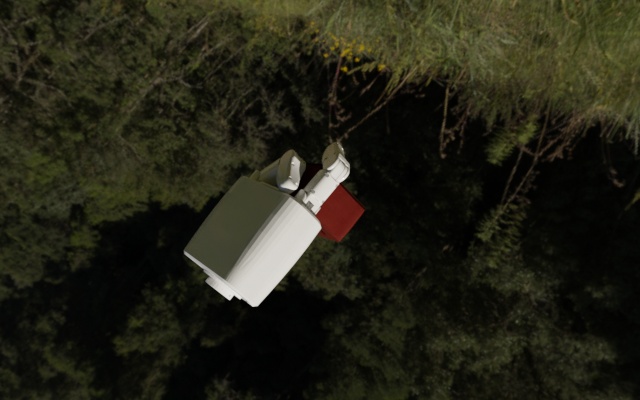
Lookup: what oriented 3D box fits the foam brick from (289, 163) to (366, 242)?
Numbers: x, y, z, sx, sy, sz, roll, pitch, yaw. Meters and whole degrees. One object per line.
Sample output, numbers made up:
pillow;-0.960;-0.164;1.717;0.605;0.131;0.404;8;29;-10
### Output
foam brick;0.000;0.002;0.538;0.078;0.051;0.053;45;-17;-26
